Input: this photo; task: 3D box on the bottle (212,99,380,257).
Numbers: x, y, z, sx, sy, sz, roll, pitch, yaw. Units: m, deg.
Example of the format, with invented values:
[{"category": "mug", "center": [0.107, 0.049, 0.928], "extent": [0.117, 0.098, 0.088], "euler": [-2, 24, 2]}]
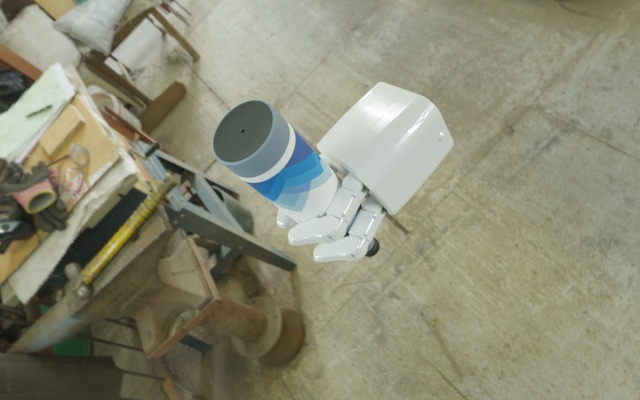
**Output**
[{"category": "bottle", "center": [0.000, 0.002, 0.524], "extent": [0.069, 0.069, 0.296], "euler": [0, -25, 30]}]
